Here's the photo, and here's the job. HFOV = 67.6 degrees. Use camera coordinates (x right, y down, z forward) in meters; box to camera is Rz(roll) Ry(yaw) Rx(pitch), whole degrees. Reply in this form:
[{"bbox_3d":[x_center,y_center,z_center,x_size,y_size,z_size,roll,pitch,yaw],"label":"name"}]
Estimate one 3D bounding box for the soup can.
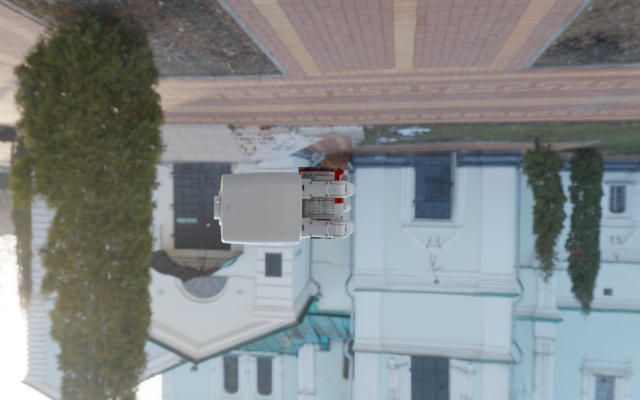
[{"bbox_3d":[0.001,0.003,0.696,0.068,0.102,0.068,1,2,0],"label":"soup can"}]
